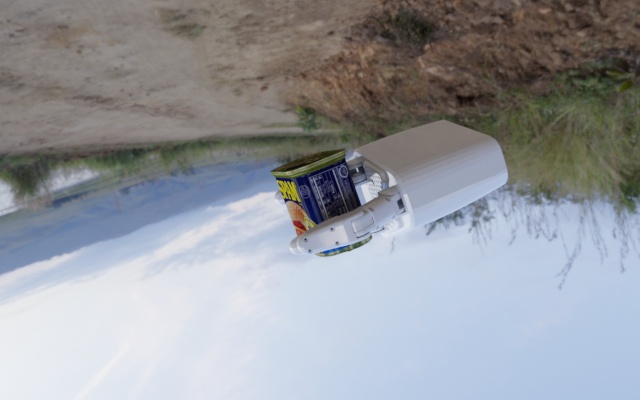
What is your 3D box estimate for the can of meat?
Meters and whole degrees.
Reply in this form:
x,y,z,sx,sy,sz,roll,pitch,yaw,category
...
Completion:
x,y,z,sx,sy,sz,roll,pitch,yaw,category
0.000,0.002,0.448,0.057,0.084,0.102,-23,10,-15,can of meat
